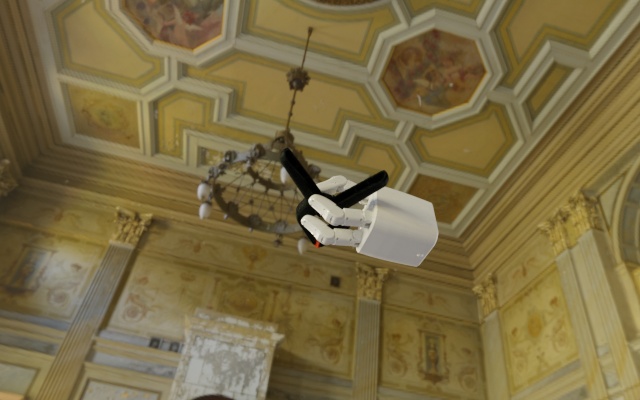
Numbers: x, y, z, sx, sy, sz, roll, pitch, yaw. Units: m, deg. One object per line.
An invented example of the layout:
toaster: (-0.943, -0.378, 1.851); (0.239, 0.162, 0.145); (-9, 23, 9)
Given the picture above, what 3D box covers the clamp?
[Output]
clamp: (0.000, 0.002, 0.774); (0.164, 0.036, 0.210); (19, -41, -3)
